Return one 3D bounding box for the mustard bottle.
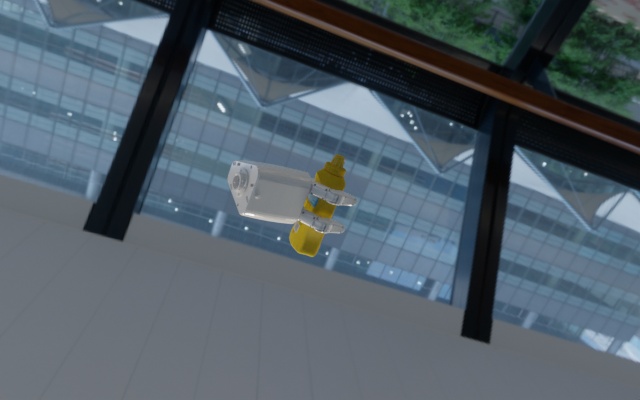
[{"bbox_3d":[0.000,0.003,0.900,0.058,0.192,0.096,18,17,-15],"label":"mustard bottle"}]
